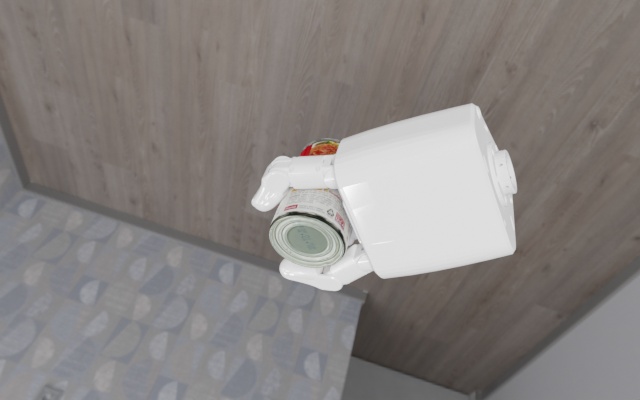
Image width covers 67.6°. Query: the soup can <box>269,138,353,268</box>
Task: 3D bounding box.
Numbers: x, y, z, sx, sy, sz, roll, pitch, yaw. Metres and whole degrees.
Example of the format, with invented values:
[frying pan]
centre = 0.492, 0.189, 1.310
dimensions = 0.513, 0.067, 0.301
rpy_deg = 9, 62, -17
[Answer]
[soup can]
centre = 0.000, 0.002, 0.430
dimensions = 0.068, 0.069, 0.102
rpy_deg = 0, 43, 18
